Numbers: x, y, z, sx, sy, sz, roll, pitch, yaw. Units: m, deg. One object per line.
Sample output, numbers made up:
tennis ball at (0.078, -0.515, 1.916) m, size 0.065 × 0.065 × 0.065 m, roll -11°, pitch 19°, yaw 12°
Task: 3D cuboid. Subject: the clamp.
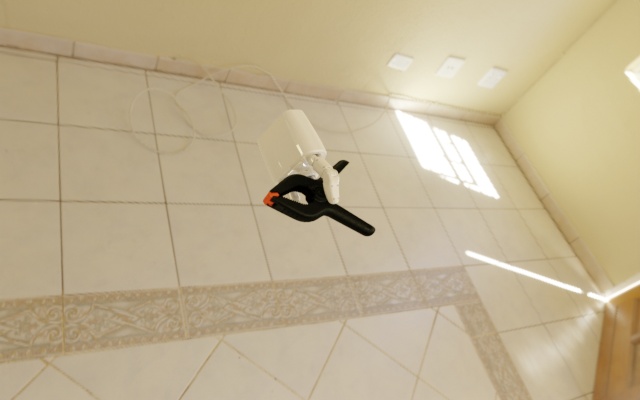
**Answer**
clamp at (0.000, 0.002, 0.855) m, size 0.210 × 0.164 × 0.036 m, roll -8°, pitch -27°, yaw -37°
